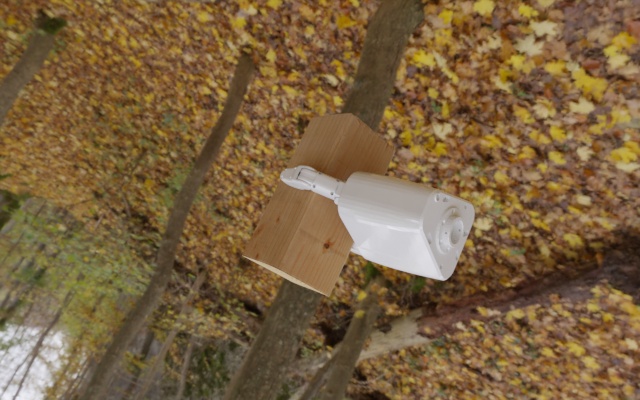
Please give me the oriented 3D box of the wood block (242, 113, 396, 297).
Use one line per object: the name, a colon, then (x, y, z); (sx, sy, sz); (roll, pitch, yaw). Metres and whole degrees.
wood block: (0.000, 0.002, 0.608); (0.091, 0.206, 0.090); (34, -15, -33)
